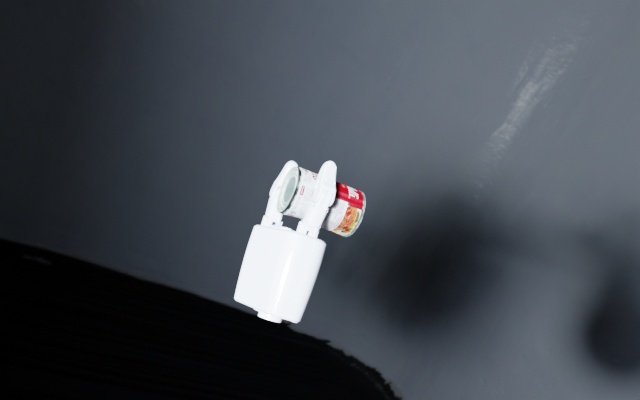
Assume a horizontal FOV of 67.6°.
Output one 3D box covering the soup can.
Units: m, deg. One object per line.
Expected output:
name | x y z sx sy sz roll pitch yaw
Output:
soup can | 0.000 0.002 0.645 0.102 0.068 0.068 21 -8 -21
